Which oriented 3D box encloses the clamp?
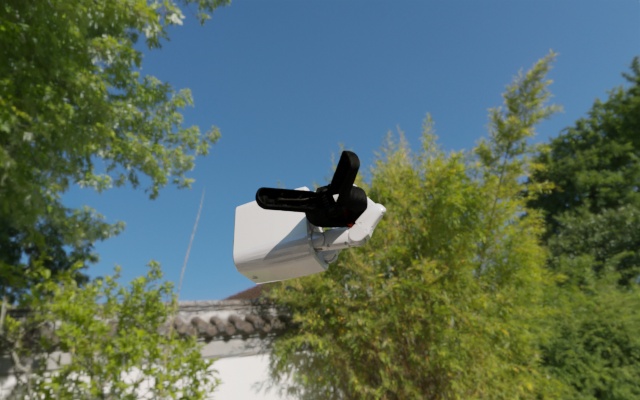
[{"bbox_3d":[0.000,0.001,0.567,0.120,0.039,0.171,-14,-26,9],"label":"clamp"}]
